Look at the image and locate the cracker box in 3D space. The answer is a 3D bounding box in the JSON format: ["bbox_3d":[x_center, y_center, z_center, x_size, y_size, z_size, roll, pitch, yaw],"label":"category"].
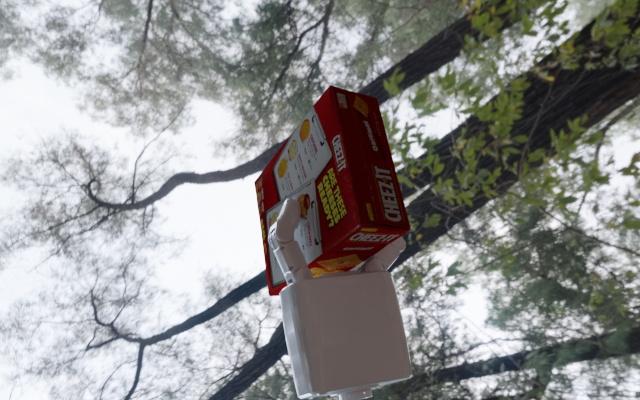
[{"bbox_3d":[0.000,0.002,0.555,0.072,0.164,0.214,5,-29,-30],"label":"cracker box"}]
